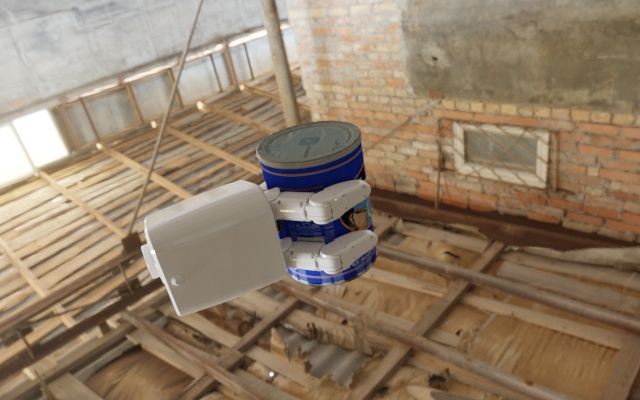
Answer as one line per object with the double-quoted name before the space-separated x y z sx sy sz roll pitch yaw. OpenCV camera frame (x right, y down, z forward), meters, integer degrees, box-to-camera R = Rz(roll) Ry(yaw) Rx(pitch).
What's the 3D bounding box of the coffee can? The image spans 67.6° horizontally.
"coffee can" 0.000 0.001 0.492 0.103 0.140 0.102 -9 28 5
